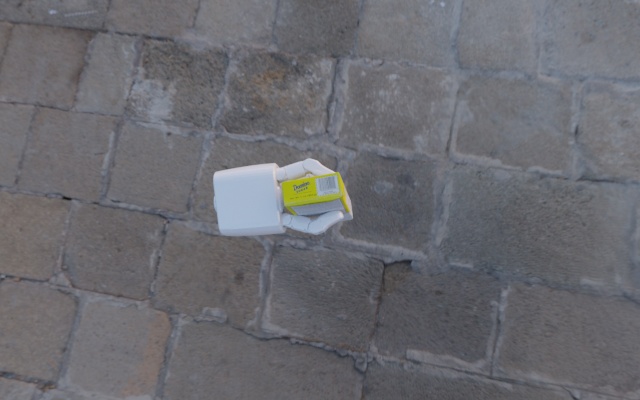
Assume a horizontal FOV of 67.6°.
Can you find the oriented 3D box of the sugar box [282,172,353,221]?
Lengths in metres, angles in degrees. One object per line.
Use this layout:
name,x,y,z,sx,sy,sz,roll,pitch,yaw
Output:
sugar box,0.000,0.002,0.803,0.093,0.048,0.176,-9,-12,6
